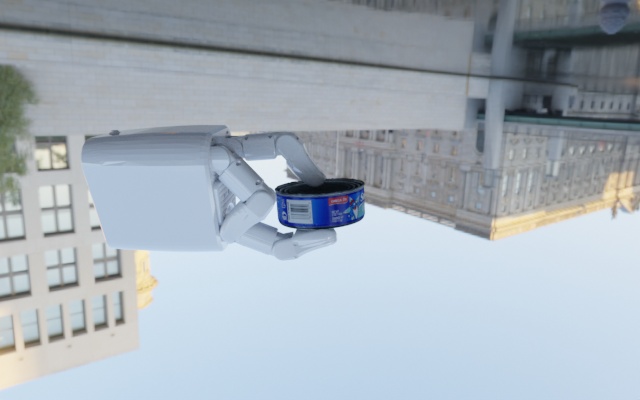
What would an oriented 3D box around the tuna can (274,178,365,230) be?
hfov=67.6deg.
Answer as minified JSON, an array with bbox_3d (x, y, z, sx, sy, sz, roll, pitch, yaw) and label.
[{"bbox_3d":[0.000,0.002,0.457,0.086,0.034,0.086,-4,12,1],"label":"tuna can"}]
